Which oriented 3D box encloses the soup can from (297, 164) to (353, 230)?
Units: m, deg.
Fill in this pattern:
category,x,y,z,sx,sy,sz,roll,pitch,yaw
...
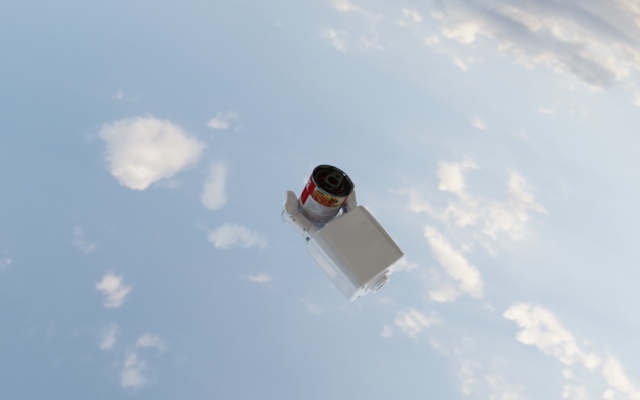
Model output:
category,x,y,z,sx,sy,sz,roll,pitch,yaw
soup can,0.000,0.002,0.754,0.068,0.068,0.102,0,-41,-30
